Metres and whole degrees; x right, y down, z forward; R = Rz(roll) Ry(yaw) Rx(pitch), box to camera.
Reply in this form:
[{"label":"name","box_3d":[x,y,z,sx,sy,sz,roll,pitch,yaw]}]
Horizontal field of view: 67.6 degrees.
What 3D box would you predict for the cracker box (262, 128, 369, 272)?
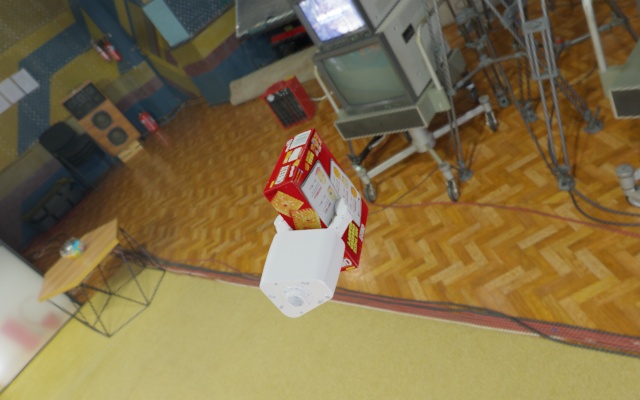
[{"label":"cracker box","box_3d":[0.000,0.003,0.865,0.072,0.214,0.164,-19,33,28]}]
